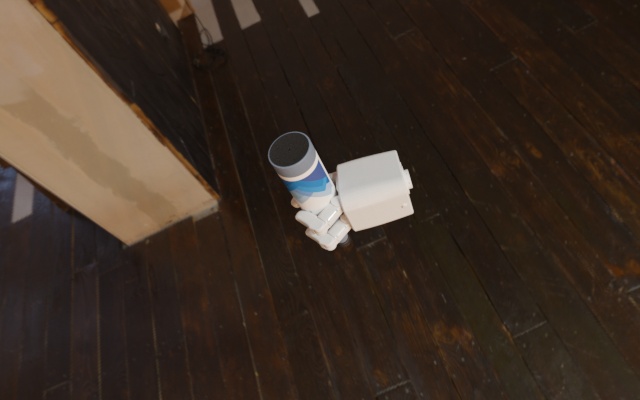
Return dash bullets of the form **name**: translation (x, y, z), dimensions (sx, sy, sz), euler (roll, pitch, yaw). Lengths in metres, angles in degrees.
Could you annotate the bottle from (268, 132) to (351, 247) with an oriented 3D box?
- **bottle**: translation (0.000, 0.003, 0.806), dimensions (0.069, 0.069, 0.296), euler (0, -31, 21)
